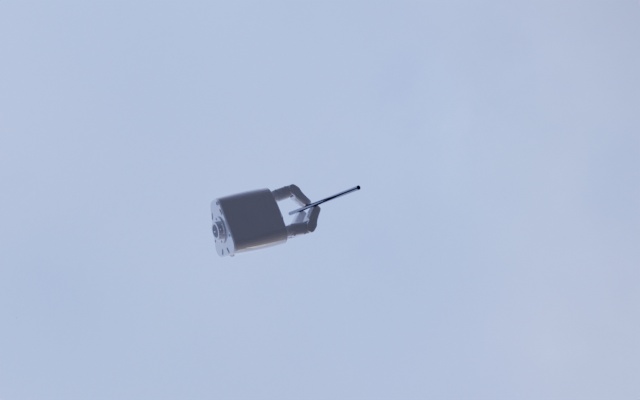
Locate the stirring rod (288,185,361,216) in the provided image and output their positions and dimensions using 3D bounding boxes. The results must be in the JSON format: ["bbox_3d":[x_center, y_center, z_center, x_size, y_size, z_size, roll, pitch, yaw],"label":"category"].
[{"bbox_3d":[0.000,0.003,0.890,0.011,0.011,0.239,0,-12,-32],"label":"stirring rod"}]
